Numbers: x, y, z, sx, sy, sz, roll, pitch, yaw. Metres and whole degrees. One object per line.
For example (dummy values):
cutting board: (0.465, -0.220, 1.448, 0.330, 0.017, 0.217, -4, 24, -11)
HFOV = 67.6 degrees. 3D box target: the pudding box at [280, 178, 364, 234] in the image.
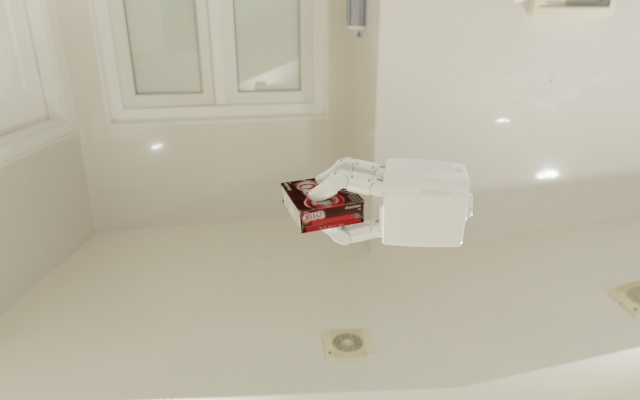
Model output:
pudding box: (0.000, 0.002, 0.671, 0.090, 0.039, 0.113, -8, 22, -16)
